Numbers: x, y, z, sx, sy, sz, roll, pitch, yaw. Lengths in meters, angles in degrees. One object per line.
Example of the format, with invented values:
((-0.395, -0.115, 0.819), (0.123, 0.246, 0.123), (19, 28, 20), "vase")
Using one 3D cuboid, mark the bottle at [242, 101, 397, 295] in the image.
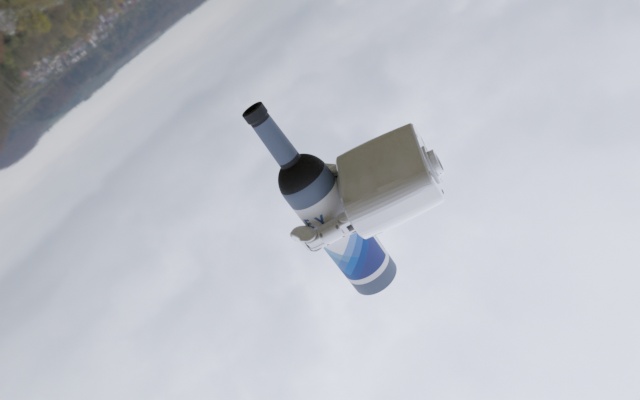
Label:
((0.000, 0.002, 0.604), (0.069, 0.296, 0.069), (-28, 29, 16), "bottle")
